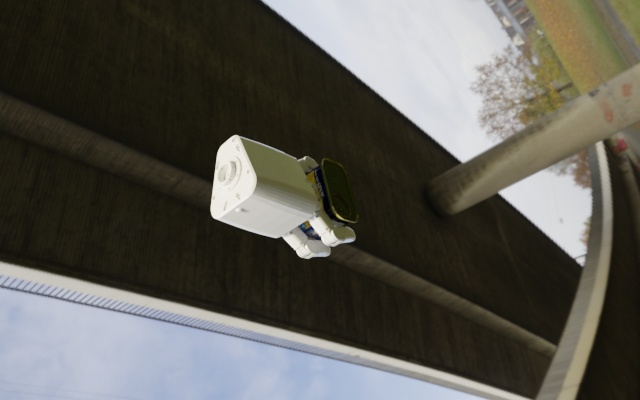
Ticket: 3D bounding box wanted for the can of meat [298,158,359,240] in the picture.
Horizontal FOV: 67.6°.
[{"bbox_3d":[0.000,0.002,0.708,0.084,0.102,0.057,-32,-32,33],"label":"can of meat"}]
